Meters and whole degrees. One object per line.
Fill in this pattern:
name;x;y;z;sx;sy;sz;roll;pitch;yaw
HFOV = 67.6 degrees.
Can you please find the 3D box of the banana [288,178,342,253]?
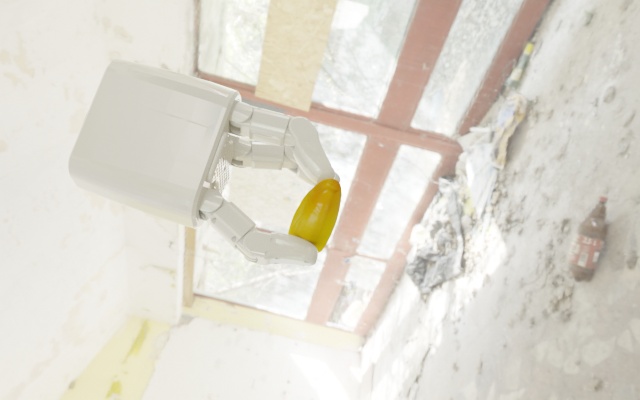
banana;-0.006;0.019;0.437;0.037;0.069;0.198;21;-2;1
